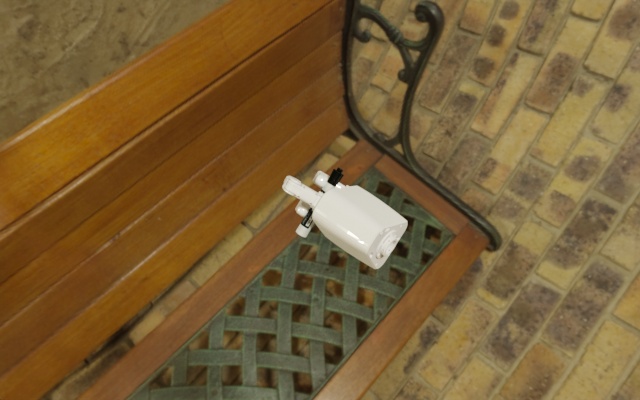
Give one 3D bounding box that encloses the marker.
[{"bbox_3d":[0.000,0.002,0.743,0.020,0.121,0.020,31,7,-4],"label":"marker"}]
